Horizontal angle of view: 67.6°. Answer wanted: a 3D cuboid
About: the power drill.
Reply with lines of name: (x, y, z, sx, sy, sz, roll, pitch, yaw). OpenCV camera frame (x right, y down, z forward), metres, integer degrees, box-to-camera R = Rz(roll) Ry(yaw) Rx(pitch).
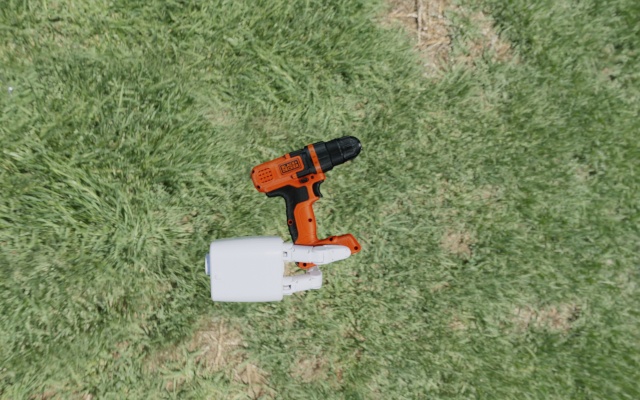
power drill: (0.000, 0.003, 0.763, 0.184, 0.187, 0.057, -19, -5, 3)
